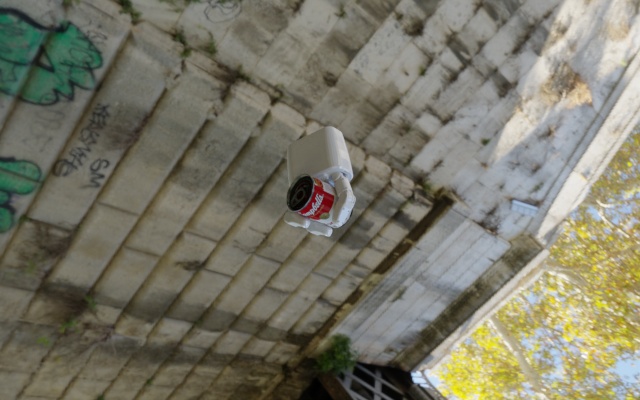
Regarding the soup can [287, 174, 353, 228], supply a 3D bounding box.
[{"bbox_3d":[0.000,0.003,0.840,0.102,0.068,0.068,25,-16,-38],"label":"soup can"}]
